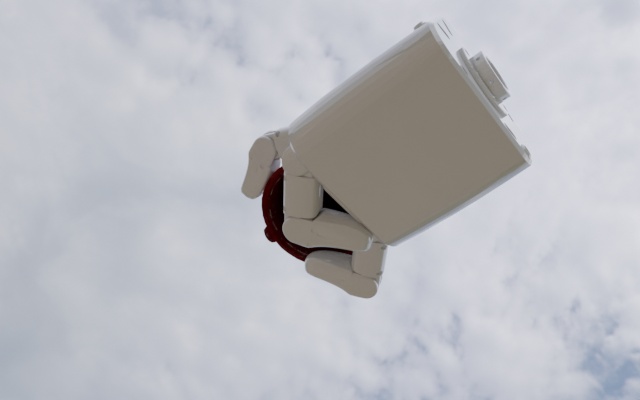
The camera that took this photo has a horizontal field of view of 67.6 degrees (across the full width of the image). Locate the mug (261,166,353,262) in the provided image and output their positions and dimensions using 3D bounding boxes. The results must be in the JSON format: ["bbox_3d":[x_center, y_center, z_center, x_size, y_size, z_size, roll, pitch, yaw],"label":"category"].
[{"bbox_3d":[-0.001,0.002,0.413,0.117,0.093,0.081,-33,10,29],"label":"mug"}]
